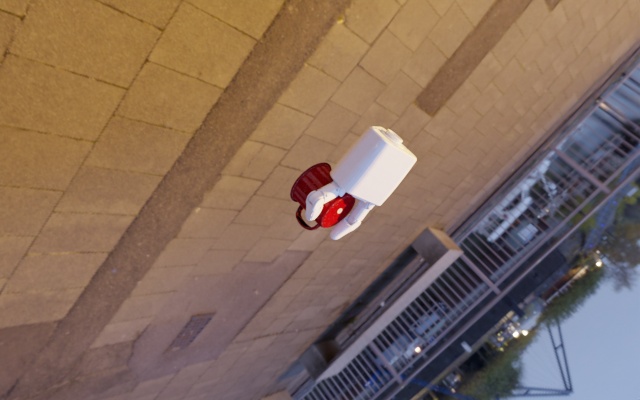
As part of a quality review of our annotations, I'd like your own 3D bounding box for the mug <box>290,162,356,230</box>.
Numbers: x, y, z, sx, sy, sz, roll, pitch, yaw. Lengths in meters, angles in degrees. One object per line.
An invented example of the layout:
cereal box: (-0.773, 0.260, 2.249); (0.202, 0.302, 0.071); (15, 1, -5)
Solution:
mug: (-0.001, 0.004, 0.845); (0.081, 0.117, 0.093); (47, 20, 25)
